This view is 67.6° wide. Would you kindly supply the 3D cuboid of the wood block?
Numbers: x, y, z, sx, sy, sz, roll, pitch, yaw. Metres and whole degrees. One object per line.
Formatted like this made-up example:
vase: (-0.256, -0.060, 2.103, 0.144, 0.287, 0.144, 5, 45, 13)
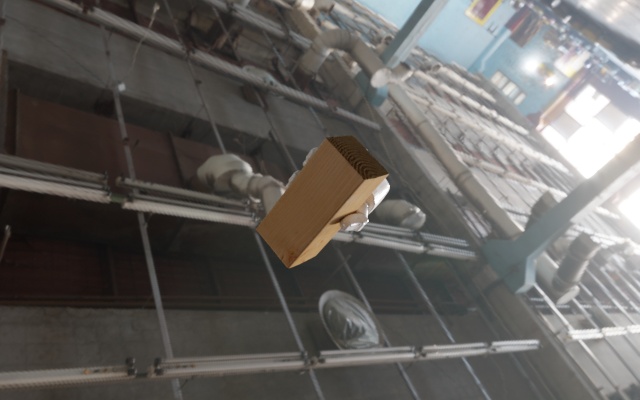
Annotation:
wood block: (0.000, 0.003, 0.769, 0.206, 0.091, 0.090, -51, -18, 28)
